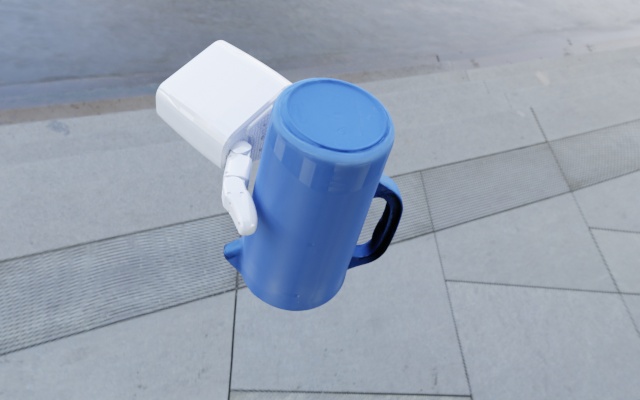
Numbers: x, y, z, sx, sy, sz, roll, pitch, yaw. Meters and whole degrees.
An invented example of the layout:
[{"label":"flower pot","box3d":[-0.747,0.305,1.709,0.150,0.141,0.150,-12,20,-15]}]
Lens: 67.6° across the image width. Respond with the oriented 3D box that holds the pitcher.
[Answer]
[{"label":"pitcher","box3d":[0.000,0.002,0.493,0.145,0.243,0.149,39,52,17]}]
